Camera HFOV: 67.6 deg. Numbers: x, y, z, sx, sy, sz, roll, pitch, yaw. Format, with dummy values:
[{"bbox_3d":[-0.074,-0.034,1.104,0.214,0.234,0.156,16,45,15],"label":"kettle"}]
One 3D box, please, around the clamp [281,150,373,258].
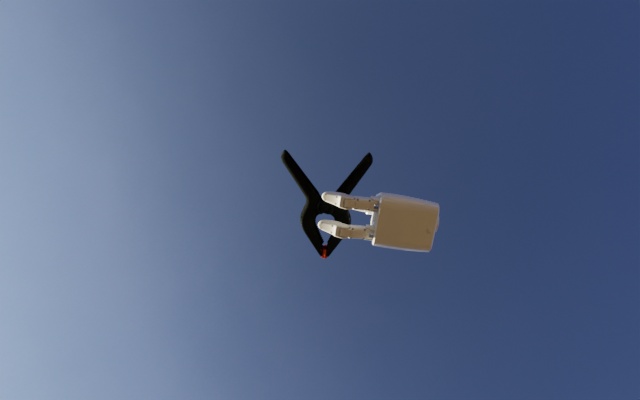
[{"bbox_3d":[0.000,0.003,0.883,0.164,0.210,0.036,9,17,5],"label":"clamp"}]
